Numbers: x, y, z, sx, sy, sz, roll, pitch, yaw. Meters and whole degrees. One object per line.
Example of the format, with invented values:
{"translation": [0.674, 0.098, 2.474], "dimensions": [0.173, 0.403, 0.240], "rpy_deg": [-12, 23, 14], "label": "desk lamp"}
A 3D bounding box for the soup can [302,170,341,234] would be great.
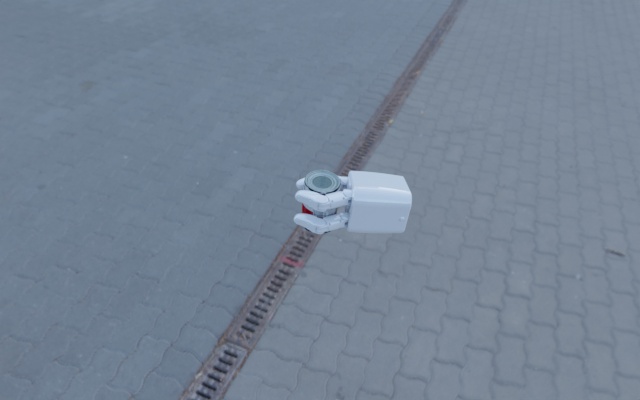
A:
{"translation": [0.000, 0.003, 0.885], "dimensions": [0.068, 0.102, 0.068], "rpy_deg": [3, 41, -3], "label": "soup can"}
